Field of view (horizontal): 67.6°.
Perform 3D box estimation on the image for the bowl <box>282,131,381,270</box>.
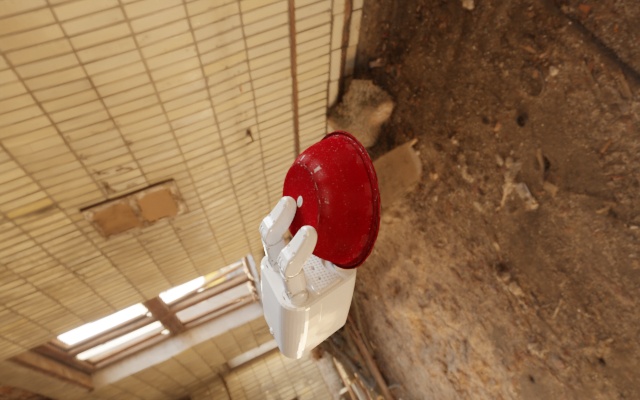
[{"bbox_3d":[0.000,0.001,0.544,0.055,0.162,0.162,-5,2,-29],"label":"bowl"}]
